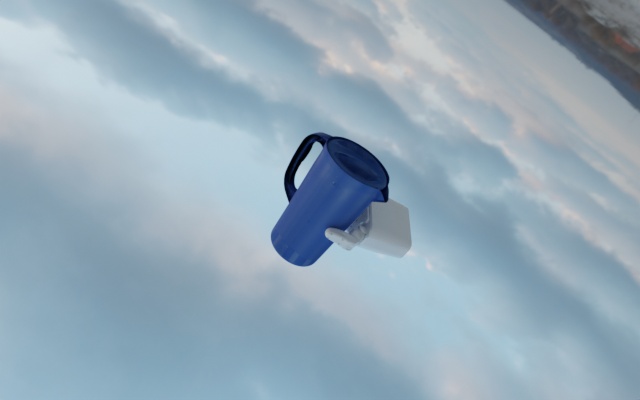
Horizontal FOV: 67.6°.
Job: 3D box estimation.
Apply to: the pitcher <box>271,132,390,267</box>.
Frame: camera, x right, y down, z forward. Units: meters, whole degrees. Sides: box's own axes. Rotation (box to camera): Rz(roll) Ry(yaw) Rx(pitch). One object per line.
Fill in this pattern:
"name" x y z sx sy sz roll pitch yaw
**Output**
"pitcher" 0.000 0.003 0.889 0.145 0.243 0.149 20 34 -27
